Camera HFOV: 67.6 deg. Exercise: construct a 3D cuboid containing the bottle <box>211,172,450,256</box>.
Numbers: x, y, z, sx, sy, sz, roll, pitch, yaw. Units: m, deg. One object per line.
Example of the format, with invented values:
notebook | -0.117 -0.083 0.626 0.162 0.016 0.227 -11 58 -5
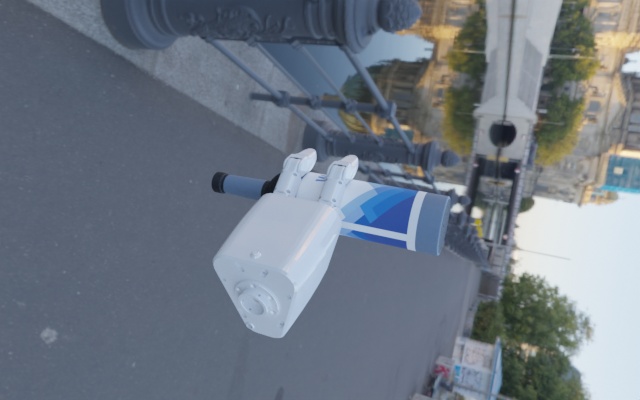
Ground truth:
bottle | 0.000 0.002 0.574 0.295 0.069 0.069 11 4 20
